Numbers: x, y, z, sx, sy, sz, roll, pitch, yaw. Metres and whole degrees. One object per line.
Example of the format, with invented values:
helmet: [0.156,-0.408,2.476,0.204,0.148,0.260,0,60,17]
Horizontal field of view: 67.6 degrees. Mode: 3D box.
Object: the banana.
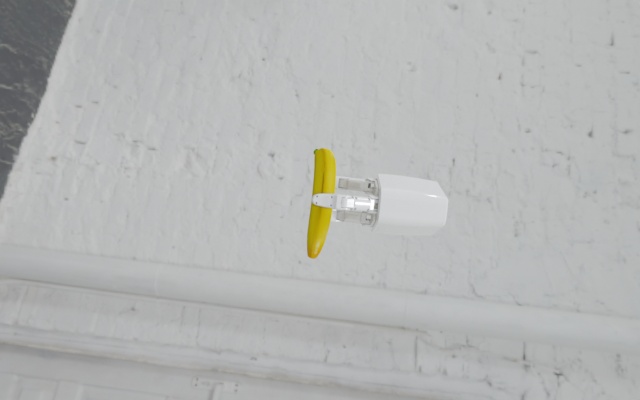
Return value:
banana: [0.003,-0.007,0.769,0.037,0.197,0.070,7,-22,-5]
